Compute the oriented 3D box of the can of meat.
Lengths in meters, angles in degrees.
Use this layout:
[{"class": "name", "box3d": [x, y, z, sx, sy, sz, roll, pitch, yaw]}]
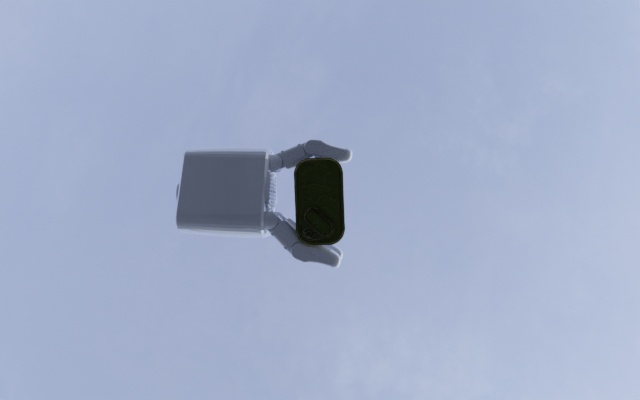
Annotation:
[{"class": "can of meat", "box3d": [0.000, 0.002, 0.592, 0.057, 0.102, 0.084, -2, -1, 2]}]
